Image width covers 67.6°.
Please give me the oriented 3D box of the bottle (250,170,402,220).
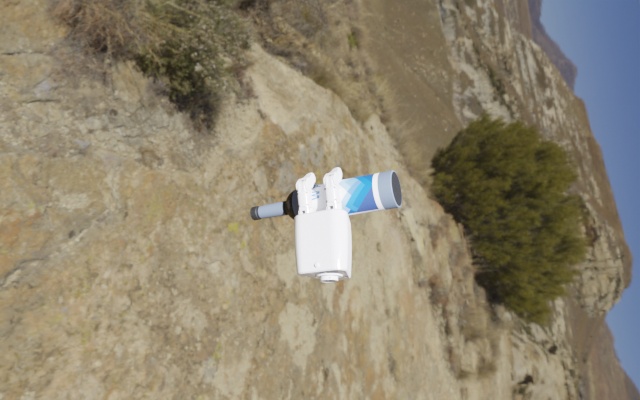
[{"bbox_3d":[0.000,0.003,0.893,0.296,0.069,0.069,-10,-4,23],"label":"bottle"}]
